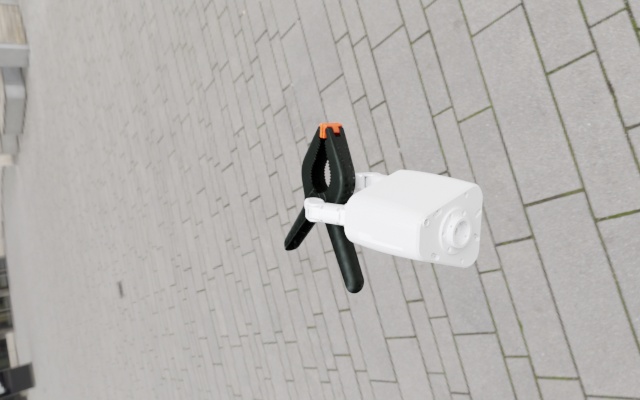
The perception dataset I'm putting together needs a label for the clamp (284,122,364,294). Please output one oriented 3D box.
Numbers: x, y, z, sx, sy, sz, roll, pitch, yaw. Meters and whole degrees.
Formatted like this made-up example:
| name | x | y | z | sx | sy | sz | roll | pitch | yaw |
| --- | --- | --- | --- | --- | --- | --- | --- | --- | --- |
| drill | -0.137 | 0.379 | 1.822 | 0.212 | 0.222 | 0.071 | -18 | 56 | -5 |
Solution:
| name | x | y | z | sx | sy | sz | roll | pitch | yaw |
| --- | --- | --- | --- | --- | --- | --- | --- | --- | --- |
| clamp | 0.000 | 0.002 | 0.636 | 0.036 | 0.210 | 0.164 | -9 | 14 | -37 |
